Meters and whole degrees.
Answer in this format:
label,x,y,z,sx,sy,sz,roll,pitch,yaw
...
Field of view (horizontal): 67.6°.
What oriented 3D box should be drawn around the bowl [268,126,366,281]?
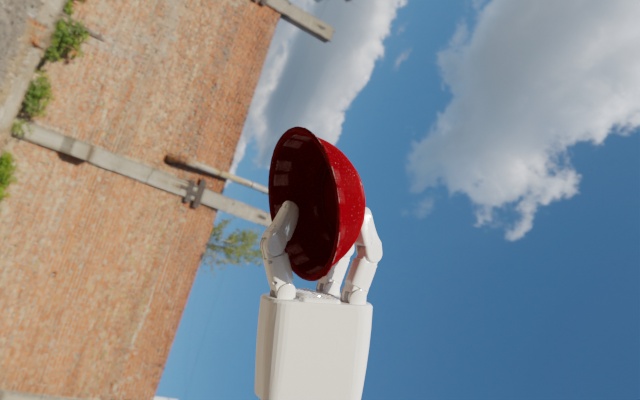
label,x,y,z,sx,sy,sz,roll,pitch,yaw
bowl,0.001,0.000,0.510,0.055,0.162,0.162,-7,3,-29
